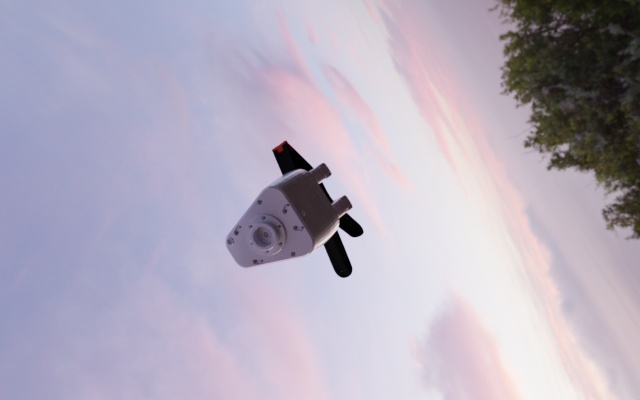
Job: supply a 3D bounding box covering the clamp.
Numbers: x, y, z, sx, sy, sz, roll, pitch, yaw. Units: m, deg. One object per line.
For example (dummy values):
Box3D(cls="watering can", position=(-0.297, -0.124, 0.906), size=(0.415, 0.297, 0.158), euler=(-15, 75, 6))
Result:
Box3D(cls="clamp", position=(-0.001, 0.002, 0.726), size=(0.036, 0.210, 0.164), euler=(-32, 2, 18))
